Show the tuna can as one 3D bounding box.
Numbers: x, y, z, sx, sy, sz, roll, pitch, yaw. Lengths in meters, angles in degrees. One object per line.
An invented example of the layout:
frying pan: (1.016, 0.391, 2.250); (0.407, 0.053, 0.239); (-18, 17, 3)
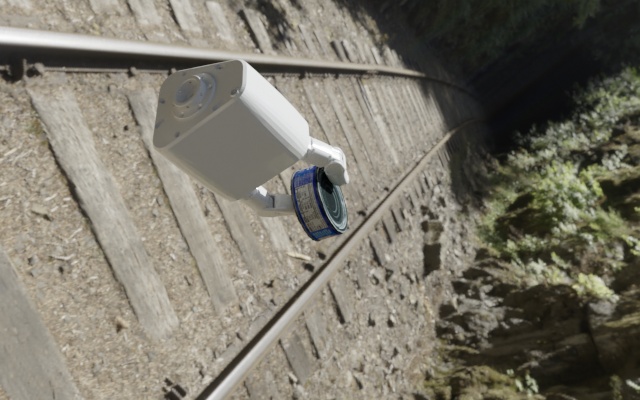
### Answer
tuna can: (0.001, 0.002, 0.548); (0.034, 0.086, 0.086); (-18, -6, 19)
